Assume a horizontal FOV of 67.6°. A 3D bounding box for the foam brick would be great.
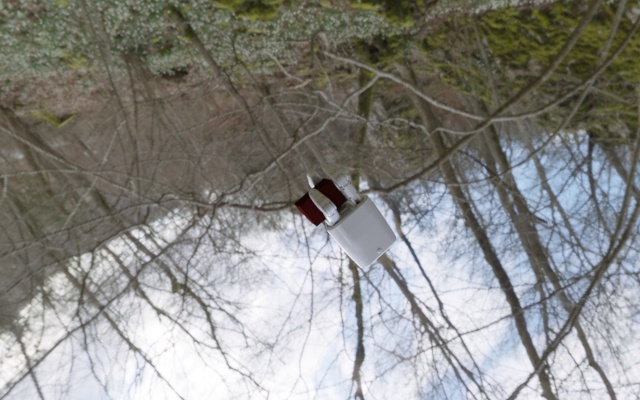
[{"bbox_3d":[0.000,0.003,0.889,0.078,0.051,0.053,-41,14,-7],"label":"foam brick"}]
